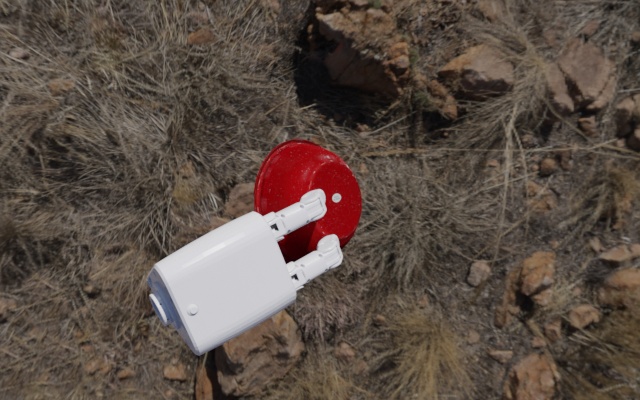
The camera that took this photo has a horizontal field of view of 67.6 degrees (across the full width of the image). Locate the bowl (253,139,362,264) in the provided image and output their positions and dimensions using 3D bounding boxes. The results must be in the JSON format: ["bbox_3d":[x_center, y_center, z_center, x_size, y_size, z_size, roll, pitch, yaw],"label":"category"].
[{"bbox_3d":[0.001,0.001,0.573,0.055,0.162,0.162,-8,-5,45],"label":"bowl"}]
